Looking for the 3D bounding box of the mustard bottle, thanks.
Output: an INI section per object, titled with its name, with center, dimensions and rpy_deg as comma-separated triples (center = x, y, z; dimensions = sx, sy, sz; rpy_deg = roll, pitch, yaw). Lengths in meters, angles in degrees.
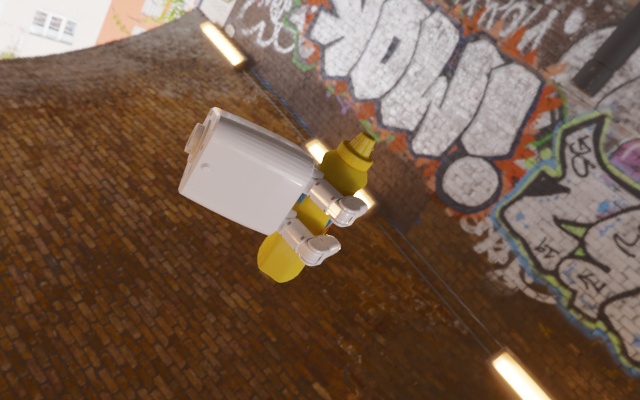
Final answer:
[mustard bottle]
center = 0.000, 0.002, 0.549
dimensions = 0.058, 0.192, 0.096
rpy_deg = 36, 23, 1
